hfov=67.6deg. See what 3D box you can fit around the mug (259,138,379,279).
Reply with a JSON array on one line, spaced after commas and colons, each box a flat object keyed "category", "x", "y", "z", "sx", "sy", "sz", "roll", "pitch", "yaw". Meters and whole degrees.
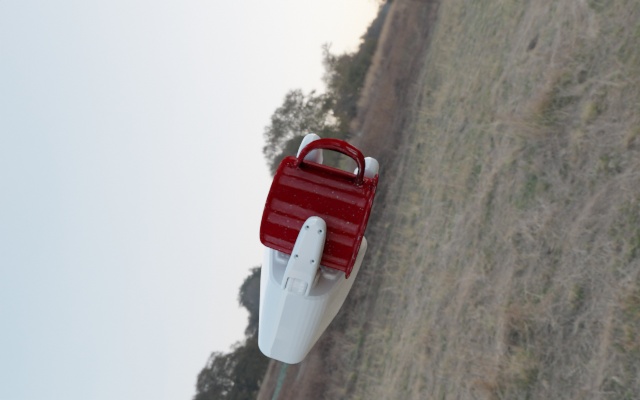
[{"category": "mug", "x": 0.000, "y": 0.000, "z": 0.401, "sx": 0.081, "sy": 0.117, "sz": 0.093, "roll": 17, "pitch": 36, "yaw": 3}]
